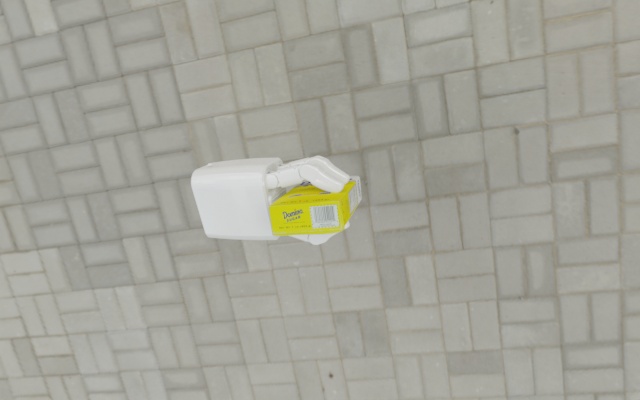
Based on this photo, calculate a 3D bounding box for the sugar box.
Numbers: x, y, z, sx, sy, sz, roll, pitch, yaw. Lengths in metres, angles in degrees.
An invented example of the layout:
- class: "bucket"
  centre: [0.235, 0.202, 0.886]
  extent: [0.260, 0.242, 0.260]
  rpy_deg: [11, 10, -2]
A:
- class: "sugar box"
  centre: [0.000, 0.002, 0.664]
  extent: [0.093, 0.048, 0.176]
  rpy_deg: [-3, 15, 13]
